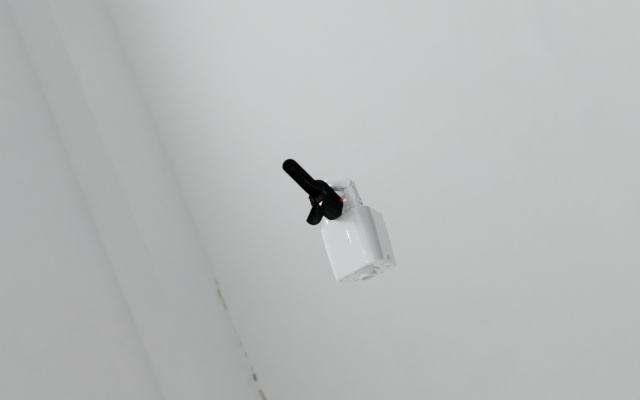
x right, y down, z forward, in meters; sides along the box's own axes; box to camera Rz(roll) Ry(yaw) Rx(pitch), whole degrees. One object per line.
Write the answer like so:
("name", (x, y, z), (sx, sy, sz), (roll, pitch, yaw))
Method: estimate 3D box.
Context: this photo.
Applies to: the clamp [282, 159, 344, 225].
("clamp", (0.000, 0.003, 0.823), (0.039, 0.120, 0.171), (-27, -27, 22))
